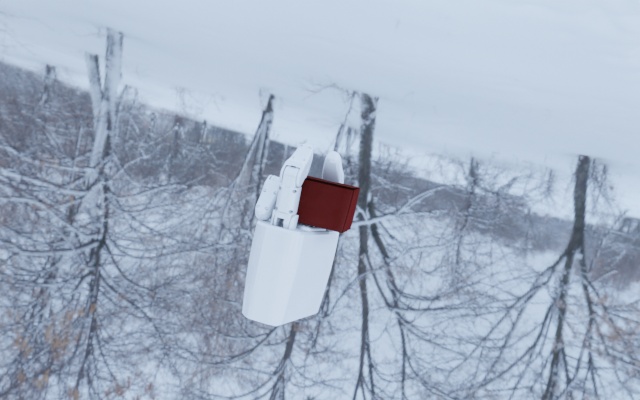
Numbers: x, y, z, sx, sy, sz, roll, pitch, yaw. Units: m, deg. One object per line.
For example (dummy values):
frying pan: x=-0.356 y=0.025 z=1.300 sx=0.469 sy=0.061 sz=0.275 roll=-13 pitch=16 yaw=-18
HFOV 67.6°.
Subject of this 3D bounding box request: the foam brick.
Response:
foam brick: x=0.000 y=0.002 z=0.540 sx=0.078 sy=0.051 sz=0.053 roll=13 pitch=4 yaw=13
